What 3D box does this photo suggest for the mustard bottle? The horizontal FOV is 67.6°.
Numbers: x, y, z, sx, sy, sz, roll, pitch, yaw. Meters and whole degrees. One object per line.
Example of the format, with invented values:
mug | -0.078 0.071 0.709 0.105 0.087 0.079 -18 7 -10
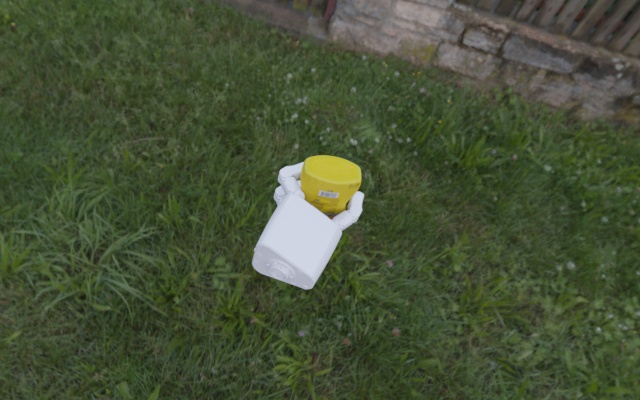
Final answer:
mustard bottle | 0.000 0.002 0.832 0.096 0.058 0.192 7 -35 -11
